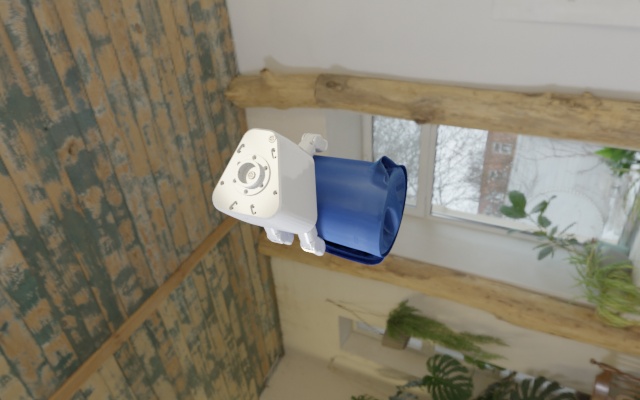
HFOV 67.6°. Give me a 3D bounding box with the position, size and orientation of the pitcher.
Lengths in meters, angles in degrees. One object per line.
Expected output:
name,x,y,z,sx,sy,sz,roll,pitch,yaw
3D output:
pitcher,0.000,0.002,0.715,0.243,0.149,0.145,12,-5,22
